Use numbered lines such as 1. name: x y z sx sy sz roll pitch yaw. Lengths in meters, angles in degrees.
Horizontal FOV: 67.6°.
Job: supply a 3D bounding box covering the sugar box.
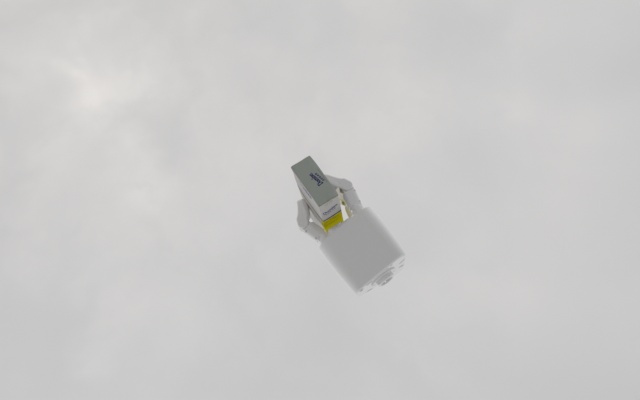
1. sugar box: 0.001 0.003 0.856 0.048 0.093 0.176 -31 -24 -10
